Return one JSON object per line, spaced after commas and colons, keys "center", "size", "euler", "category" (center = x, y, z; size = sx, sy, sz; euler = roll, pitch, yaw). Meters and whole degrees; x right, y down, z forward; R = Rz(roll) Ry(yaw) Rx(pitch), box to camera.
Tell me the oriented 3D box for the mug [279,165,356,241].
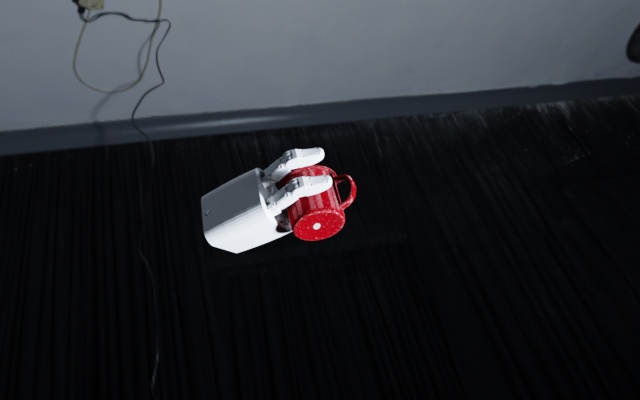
{"center": [0.001, 0.002, 0.719], "size": [0.117, 0.081, 0.093], "euler": [-24, -36, 13], "category": "mug"}
